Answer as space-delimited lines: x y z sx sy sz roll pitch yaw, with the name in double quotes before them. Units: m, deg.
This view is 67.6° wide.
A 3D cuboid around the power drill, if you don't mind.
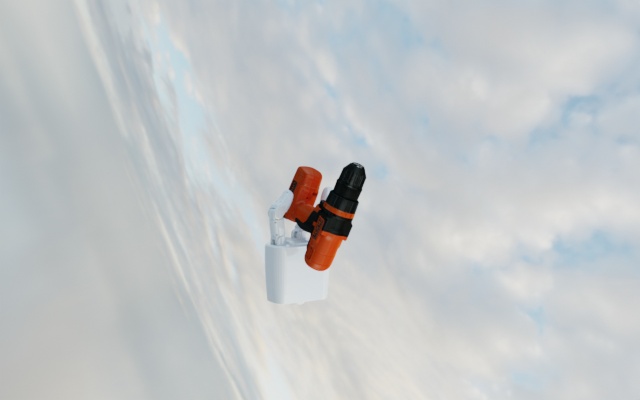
"power drill" 0.000 0.003 0.813 0.057 0.184 0.187 18 13 -25
